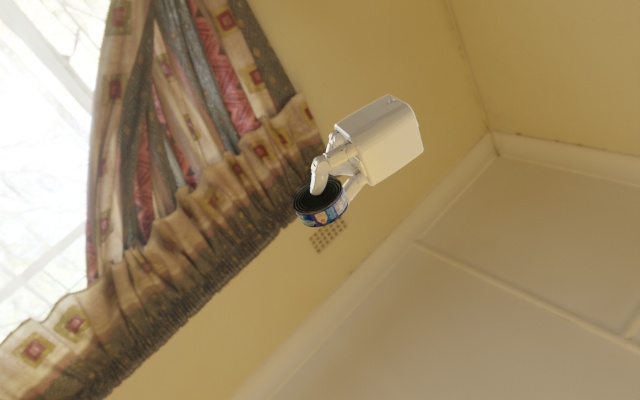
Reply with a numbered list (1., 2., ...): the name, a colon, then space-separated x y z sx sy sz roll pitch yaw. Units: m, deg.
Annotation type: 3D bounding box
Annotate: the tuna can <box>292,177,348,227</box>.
1. tuna can: 0.000 0.003 0.755 0.086 0.034 0.086 -18 35 13
